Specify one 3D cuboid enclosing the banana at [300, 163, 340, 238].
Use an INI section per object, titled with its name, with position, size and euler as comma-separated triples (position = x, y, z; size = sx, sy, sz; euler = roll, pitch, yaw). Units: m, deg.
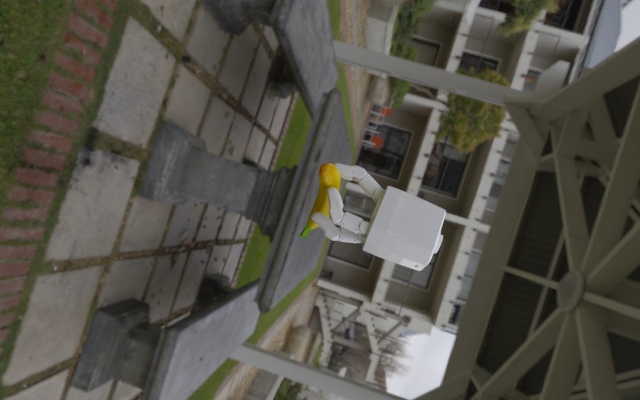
[banana]
position = 0.007, -0.007, 0.834
size = 0.037, 0.069, 0.198
euler = 26, -40, 9
